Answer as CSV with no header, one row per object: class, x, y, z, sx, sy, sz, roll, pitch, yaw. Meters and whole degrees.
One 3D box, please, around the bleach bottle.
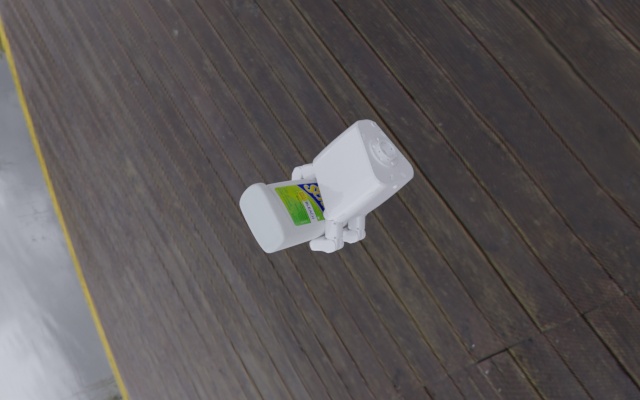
bleach bottle,0.000,0.003,0.762,0.251,0.102,0.068,-17,-17,-45
